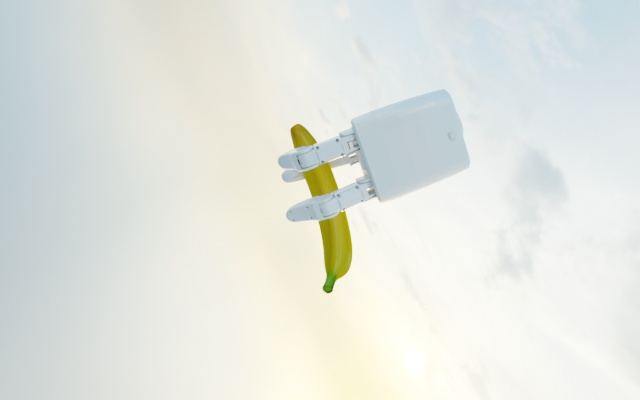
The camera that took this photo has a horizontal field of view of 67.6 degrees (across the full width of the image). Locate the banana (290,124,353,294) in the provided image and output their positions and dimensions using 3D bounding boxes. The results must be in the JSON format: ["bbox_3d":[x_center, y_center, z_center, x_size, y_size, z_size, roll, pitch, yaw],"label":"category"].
[{"bbox_3d":[0.006,0.006,0.567,0.037,0.198,0.069,-15,-7,15],"label":"banana"}]
